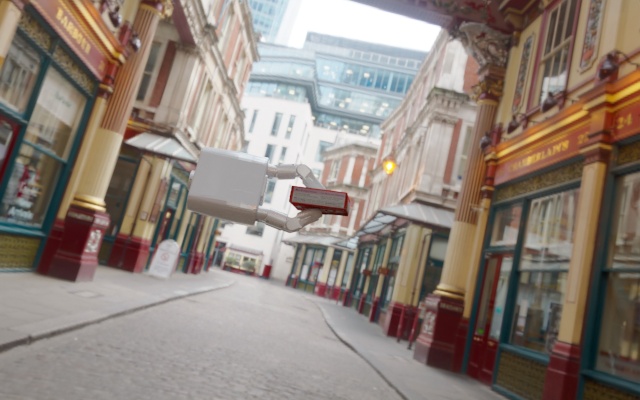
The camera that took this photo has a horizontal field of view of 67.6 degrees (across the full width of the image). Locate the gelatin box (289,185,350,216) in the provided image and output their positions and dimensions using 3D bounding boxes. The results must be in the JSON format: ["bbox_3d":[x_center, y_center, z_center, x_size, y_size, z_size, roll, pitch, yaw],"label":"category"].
[{"bbox_3d":[0.001,0.002,0.752,0.089,0.030,0.073,7,-10,8],"label":"gelatin box"}]
